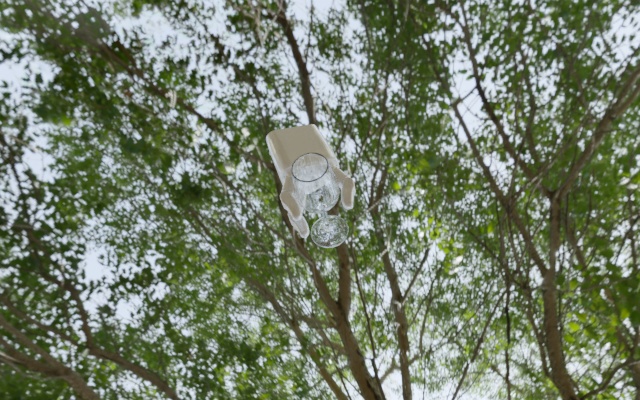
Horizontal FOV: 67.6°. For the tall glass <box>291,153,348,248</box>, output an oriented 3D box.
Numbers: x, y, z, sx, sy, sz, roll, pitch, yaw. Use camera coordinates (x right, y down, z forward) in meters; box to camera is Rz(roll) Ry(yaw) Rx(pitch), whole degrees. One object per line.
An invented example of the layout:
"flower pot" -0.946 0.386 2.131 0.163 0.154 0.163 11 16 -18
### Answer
"tall glass" 0.000 0.003 0.852 0.079 0.079 0.201 0 -35 12
